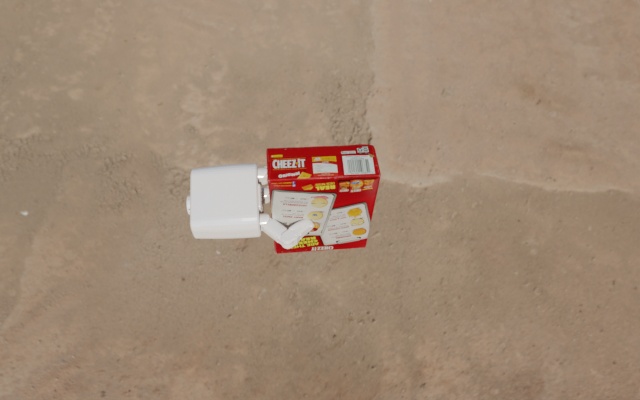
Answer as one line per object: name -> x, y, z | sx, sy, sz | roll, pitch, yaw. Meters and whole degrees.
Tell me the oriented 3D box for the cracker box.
cracker box -> 0.000, 0.003, 0.776 | 0.164, 0.072, 0.214 | -3, -34, -4
